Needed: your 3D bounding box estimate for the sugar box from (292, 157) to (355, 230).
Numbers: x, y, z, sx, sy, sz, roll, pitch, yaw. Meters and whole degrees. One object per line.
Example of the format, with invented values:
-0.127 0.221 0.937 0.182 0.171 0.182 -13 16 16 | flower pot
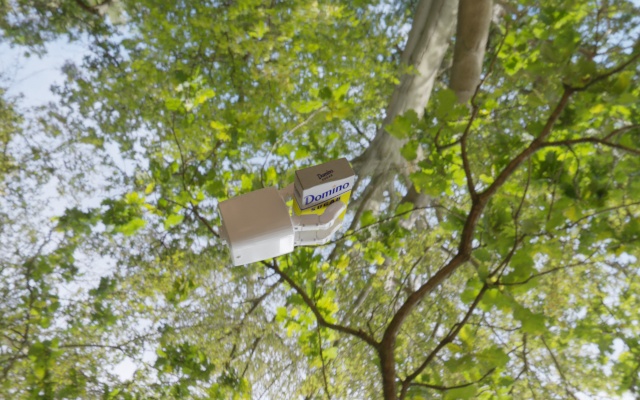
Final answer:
0.000 0.003 0.833 0.093 0.048 0.176 -17 -27 -15 | sugar box
